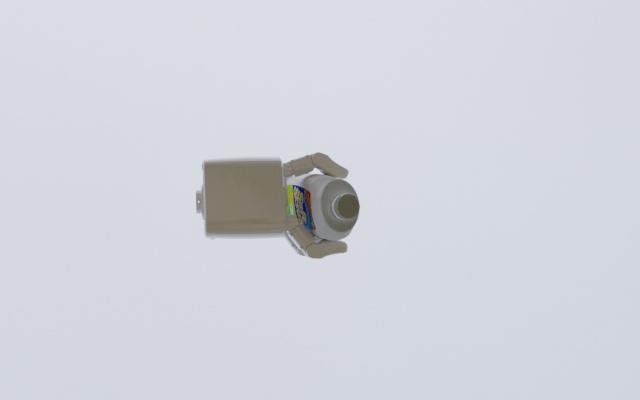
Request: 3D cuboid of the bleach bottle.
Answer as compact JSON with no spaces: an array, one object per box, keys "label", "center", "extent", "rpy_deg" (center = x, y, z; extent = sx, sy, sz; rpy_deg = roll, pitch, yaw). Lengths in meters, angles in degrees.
[{"label":"bleach bottle","center":[0.000,0.002,0.668],"extent":[0.068,0.102,0.251],"rpy_deg":[-3,-1,-15]}]
